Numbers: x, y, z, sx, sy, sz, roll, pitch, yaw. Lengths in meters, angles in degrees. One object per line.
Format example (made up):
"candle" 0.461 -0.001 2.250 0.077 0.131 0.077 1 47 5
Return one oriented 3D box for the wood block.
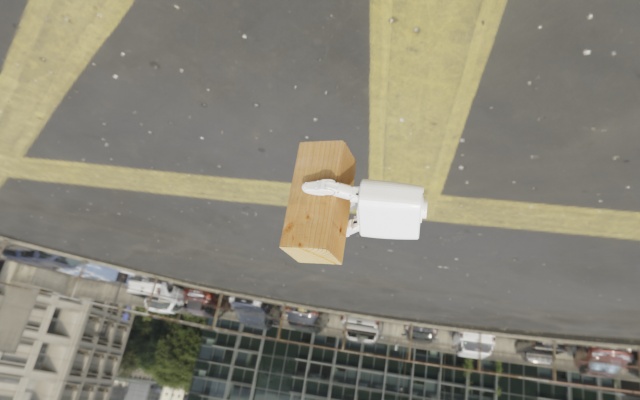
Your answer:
"wood block" 0.000 0.003 0.870 0.090 0.206 0.091 0 -24 22
